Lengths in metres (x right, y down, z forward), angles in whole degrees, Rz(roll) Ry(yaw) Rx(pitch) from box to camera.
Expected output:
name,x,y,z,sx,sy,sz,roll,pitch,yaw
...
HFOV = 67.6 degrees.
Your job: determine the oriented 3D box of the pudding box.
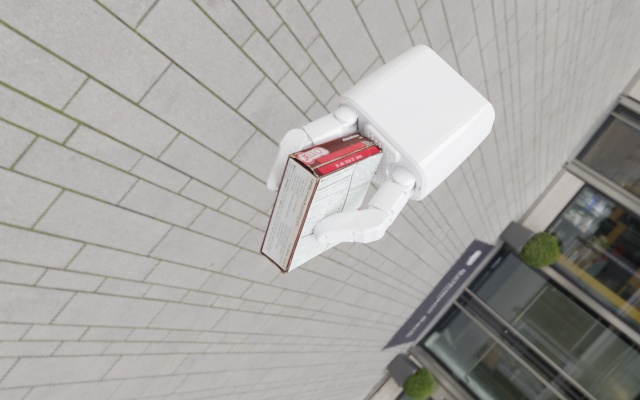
name,x,y,z,sx,sy,sz,roll,pitch,yaw
pudding box,0.000,0.001,0.421,0.039,0.114,0.090,38,39,26
